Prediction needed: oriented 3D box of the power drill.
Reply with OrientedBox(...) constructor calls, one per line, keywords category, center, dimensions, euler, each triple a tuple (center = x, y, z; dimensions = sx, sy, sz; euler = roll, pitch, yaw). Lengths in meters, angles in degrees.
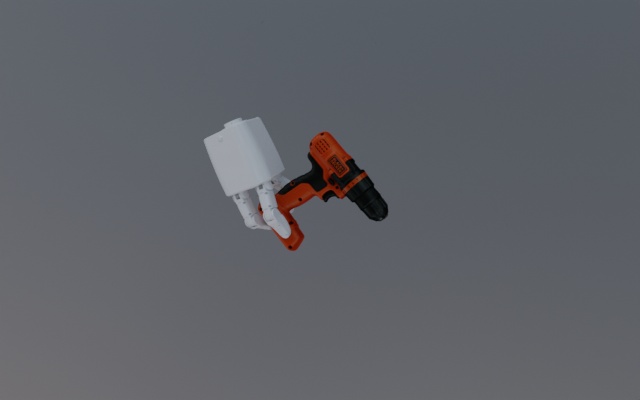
OrientedBox(category="power drill", center=(0.000, 0.003, 0.830), dimensions=(0.188, 0.184, 0.057), euler=(-40, -8, 10))
